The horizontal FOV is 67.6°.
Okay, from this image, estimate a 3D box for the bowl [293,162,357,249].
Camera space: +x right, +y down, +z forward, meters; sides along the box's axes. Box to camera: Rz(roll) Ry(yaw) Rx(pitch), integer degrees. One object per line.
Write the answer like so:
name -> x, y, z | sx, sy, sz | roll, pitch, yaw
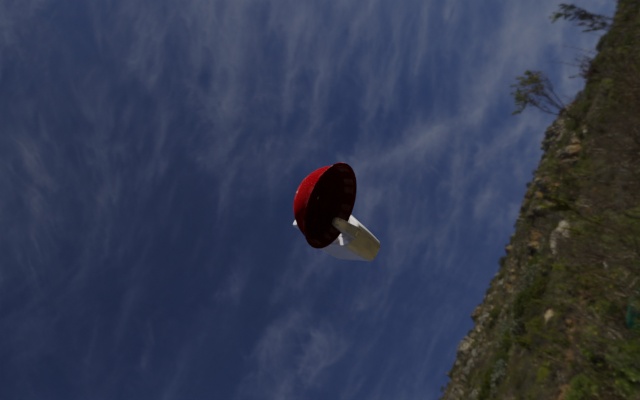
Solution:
bowl -> -0.001, 0.002, 0.865 | 0.055, 0.162, 0.162 | 21, 11, 31
